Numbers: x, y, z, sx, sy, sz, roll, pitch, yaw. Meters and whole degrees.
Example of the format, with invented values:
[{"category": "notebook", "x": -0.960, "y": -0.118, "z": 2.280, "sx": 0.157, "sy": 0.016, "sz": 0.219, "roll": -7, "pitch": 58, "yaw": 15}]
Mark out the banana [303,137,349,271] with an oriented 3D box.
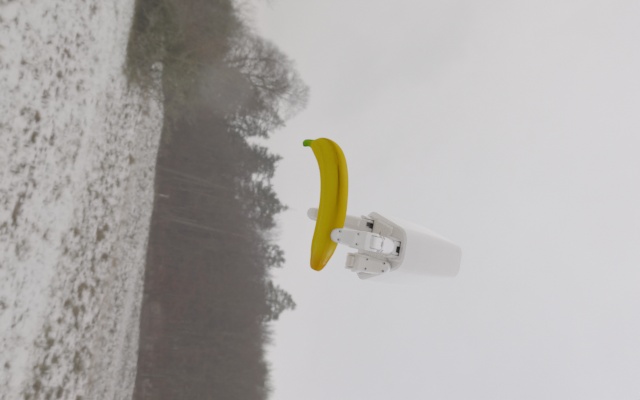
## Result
[{"category": "banana", "x": 0.009, "y": -0.009, "z": 0.623, "sx": 0.037, "sy": 0.197, "sz": 0.070, "roll": 13, "pitch": -31, "yaw": -28}]
